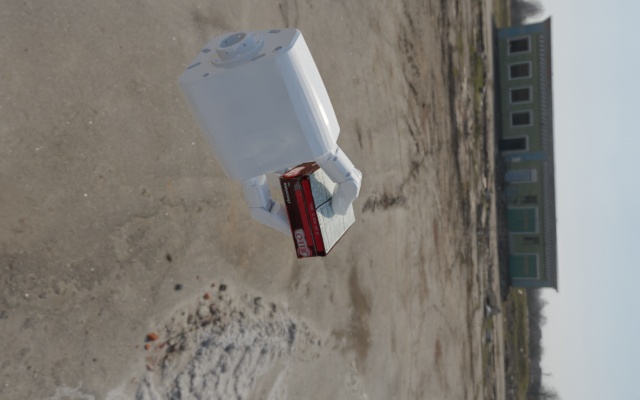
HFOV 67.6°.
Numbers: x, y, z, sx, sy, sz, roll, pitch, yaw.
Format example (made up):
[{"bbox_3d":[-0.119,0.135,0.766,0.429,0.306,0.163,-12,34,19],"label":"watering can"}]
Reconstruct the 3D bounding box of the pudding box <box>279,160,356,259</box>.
[{"bbox_3d":[0.000,0.002,0.529,0.039,0.090,0.113,-5,15,24],"label":"pudding box"}]
